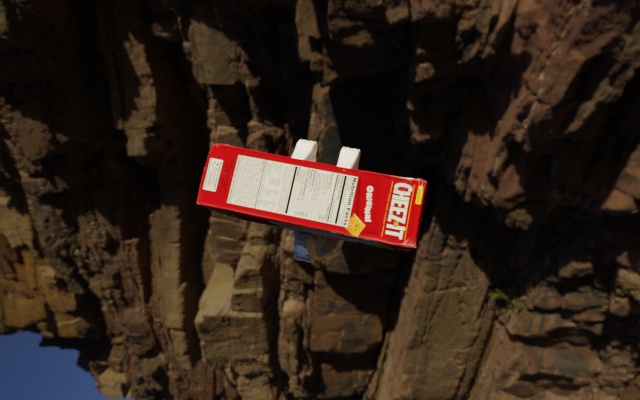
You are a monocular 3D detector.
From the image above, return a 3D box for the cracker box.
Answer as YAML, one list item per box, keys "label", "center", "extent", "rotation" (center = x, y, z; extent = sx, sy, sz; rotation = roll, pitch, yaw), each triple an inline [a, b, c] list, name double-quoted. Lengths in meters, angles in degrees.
- label: "cracker box"
  center: [0.000, 0.002, 0.521]
  extent: [0.213, 0.072, 0.164]
  rotation: [11, -6, 9]
